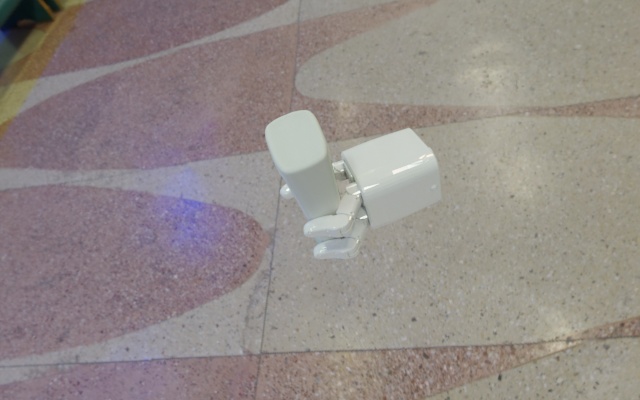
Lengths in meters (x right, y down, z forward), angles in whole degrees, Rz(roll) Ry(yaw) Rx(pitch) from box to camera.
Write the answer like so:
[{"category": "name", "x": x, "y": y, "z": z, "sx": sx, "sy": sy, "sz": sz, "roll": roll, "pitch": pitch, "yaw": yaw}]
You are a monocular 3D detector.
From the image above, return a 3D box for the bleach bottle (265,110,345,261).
[{"category": "bleach bottle", "x": 0.000, "y": 0.002, "z": 0.657, "sx": 0.068, "sy": 0.102, "sz": 0.251, "roll": -21, "pitch": -39, "yaw": 0}]
